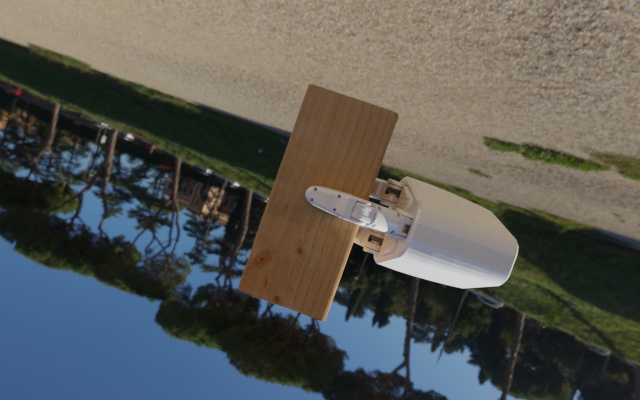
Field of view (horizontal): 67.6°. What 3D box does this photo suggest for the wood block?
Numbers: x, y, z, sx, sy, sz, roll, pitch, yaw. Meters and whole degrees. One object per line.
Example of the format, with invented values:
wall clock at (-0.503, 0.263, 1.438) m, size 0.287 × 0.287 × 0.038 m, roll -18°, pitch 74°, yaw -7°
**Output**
wood block at (0.000, 0.002, 0.485) m, size 0.090 × 0.206 × 0.091 m, roll 19°, pitch 2°, yaw 4°
